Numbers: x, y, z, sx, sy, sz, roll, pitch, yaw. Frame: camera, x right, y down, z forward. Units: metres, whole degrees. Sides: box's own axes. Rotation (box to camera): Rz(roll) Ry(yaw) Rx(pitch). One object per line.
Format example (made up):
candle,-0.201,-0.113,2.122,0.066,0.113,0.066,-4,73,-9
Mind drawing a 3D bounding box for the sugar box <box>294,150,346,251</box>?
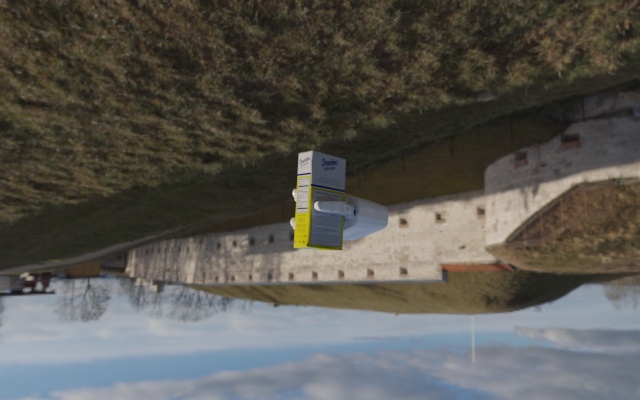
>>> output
sugar box,0.000,0.003,0.888,0.048,0.176,0.093,-7,-13,44
